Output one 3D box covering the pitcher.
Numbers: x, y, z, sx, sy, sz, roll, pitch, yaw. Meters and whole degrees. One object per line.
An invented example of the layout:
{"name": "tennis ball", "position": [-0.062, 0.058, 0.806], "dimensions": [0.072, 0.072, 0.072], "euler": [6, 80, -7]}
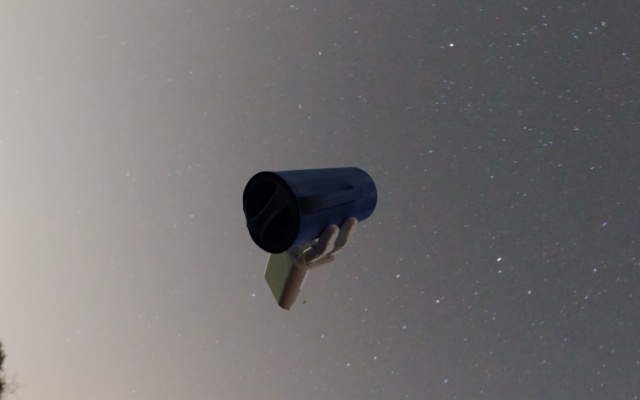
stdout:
{"name": "pitcher", "position": [0.000, 0.003, 0.835], "dimensions": [0.149, 0.145, 0.243], "euler": [40, 32, 29]}
